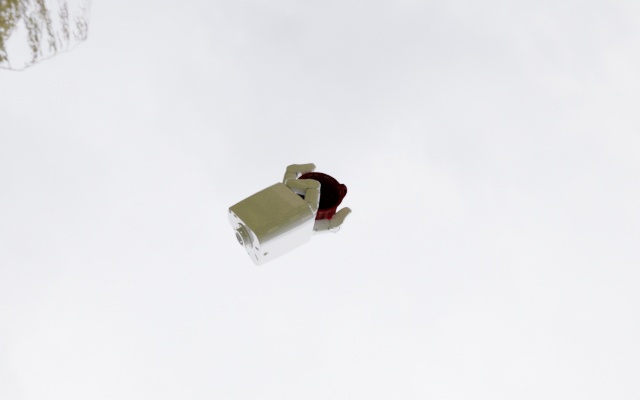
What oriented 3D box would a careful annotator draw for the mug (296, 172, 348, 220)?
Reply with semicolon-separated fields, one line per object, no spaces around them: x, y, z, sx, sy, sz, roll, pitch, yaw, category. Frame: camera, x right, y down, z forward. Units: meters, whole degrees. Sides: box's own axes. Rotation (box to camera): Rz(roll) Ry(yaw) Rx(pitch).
0.001;0.002;0.891;0.117;0.093;0.082;-26;-29;-28;mug
